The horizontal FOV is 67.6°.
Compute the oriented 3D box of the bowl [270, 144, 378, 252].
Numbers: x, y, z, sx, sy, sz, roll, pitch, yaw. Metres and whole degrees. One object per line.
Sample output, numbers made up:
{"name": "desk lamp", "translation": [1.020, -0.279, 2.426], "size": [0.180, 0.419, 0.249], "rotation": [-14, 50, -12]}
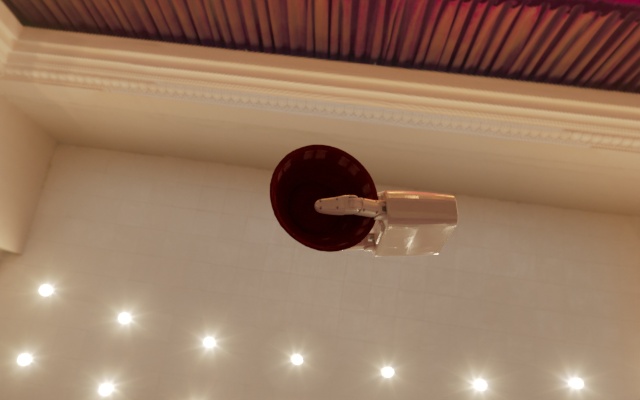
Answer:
{"name": "bowl", "translation": [-0.001, 0.002, 0.696], "size": [0.162, 0.162, 0.055], "rotation": [0, -20, -19]}
